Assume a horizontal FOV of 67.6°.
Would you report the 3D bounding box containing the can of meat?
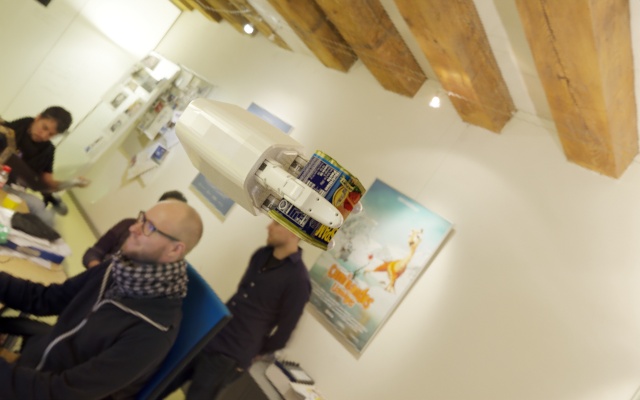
[{"bbox_3d":[0.000,0.001,0.516,0.057,0.084,0.102,35,-2,18],"label":"can of meat"}]
